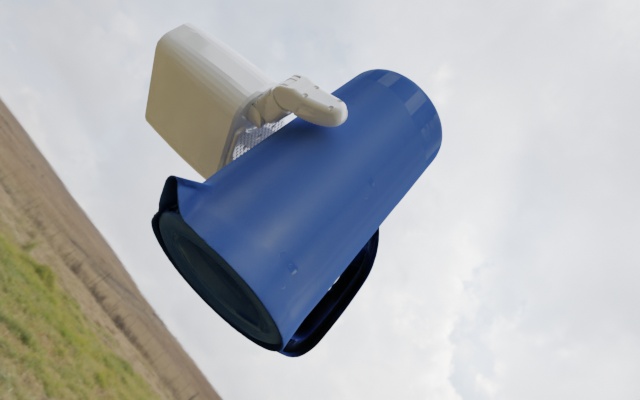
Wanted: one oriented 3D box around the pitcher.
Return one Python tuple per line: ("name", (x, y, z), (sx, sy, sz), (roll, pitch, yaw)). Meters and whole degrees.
("pitcher", (0.000, 0.001, 0.403), (0.242, 0.145, 0.149), (-43, -15, -29))
